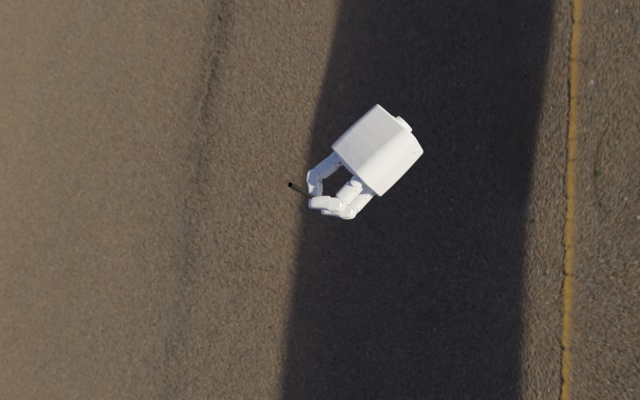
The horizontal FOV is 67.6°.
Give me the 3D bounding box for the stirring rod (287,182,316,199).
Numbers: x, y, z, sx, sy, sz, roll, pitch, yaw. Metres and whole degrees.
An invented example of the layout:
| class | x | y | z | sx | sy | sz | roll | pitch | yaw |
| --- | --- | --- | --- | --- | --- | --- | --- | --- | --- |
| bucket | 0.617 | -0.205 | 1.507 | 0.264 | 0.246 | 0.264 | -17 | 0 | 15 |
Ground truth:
| class | x | y | z | sx | sy | sz | roll | pitch | yaw |
| --- | --- | --- | --- | --- | --- | --- | --- | --- | --- |
| stirring rod | 0.000 | 0.003 | 0.814 | 0.011 | 0.011 | 0.239 | 0 | -13 | 23 |
